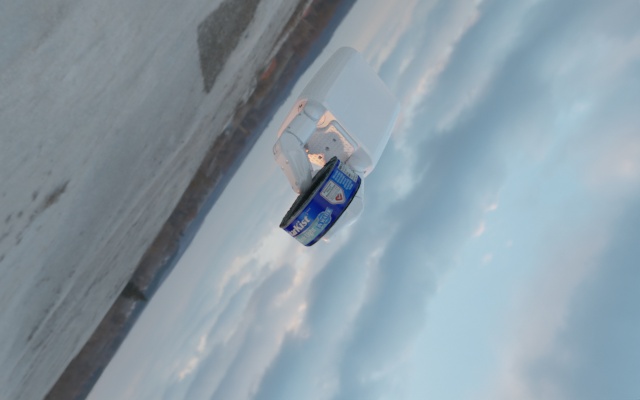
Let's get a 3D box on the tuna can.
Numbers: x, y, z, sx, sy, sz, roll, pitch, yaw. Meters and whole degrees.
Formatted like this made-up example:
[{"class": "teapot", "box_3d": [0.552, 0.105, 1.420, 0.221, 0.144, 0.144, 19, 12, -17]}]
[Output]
[{"class": "tuna can", "box_3d": [0.000, 0.002, 0.451, 0.034, 0.086, 0.086, 38, -6, -8]}]
